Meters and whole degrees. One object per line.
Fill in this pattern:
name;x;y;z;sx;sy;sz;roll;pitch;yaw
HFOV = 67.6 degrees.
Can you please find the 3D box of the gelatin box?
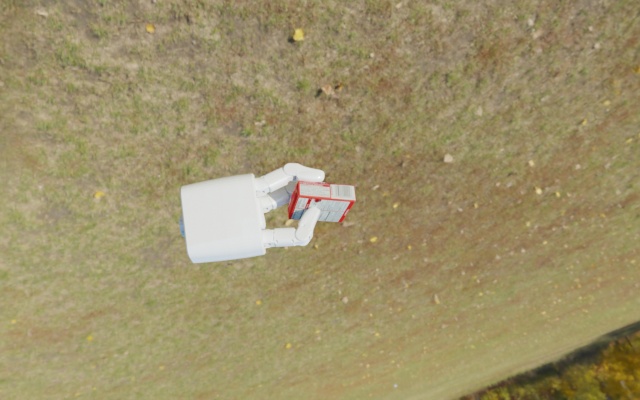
gelatin box;0.000;0.003;0.717;0.089;0.030;0.073;5;-30;-13
